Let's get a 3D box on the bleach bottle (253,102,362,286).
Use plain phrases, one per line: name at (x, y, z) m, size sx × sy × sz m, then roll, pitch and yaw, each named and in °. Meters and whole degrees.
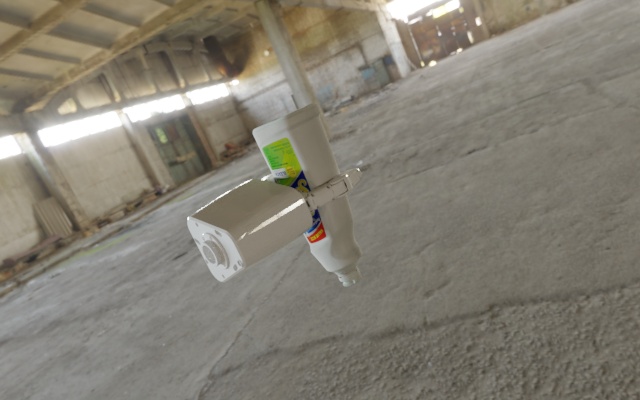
bleach bottle at (0.000, 0.002, 0.649) m, size 0.068 × 0.251 × 0.102 m, roll -33°, pitch 14°, yaw -36°
